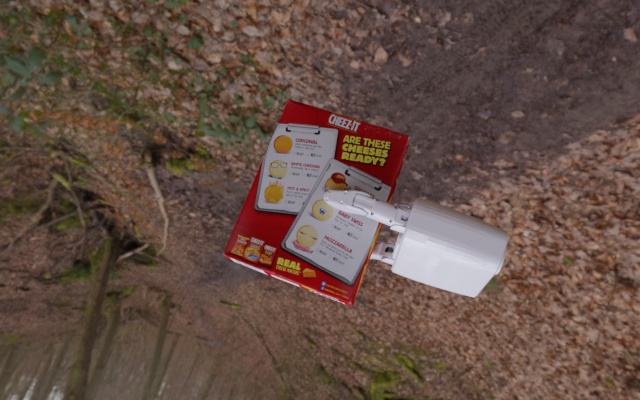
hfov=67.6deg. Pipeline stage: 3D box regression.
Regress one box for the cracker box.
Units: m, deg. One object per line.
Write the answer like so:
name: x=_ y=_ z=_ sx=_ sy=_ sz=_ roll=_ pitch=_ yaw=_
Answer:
cracker box: x=0.000 y=0.002 z=0.597 sx=0.164 sy=0.213 sz=0.072 roll=19 pitch=-12 yaw=10
